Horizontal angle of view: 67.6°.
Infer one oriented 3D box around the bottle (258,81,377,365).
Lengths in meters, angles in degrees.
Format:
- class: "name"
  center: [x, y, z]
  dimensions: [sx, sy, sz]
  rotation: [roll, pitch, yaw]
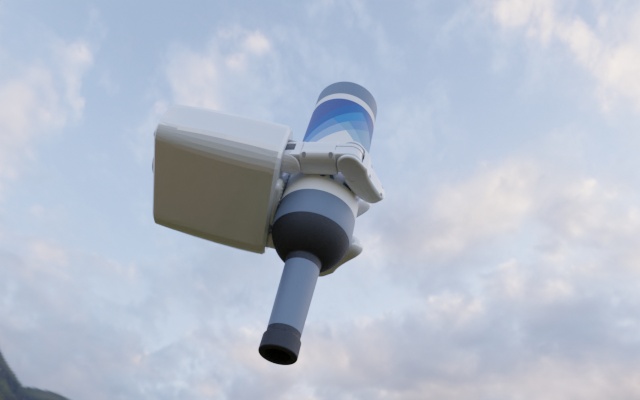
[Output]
- class: "bottle"
  center: [0.000, 0.001, 0.420]
  dimensions: [0.069, 0.069, 0.295]
  rotation: [0, 44, 16]
